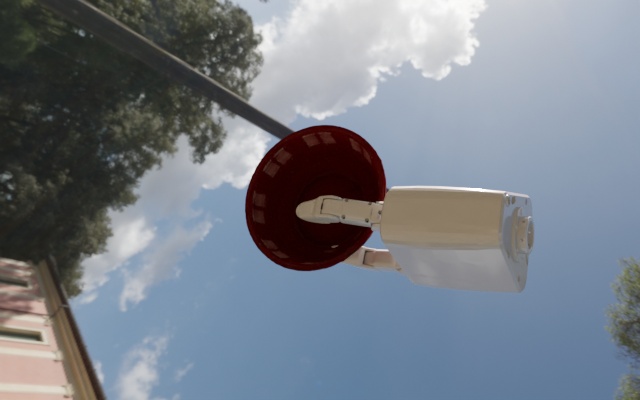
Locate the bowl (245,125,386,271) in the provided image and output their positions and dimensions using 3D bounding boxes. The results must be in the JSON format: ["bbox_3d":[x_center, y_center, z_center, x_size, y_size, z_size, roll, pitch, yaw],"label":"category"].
[{"bbox_3d":[-0.001,0.001,0.524,0.162,0.162,0.055,0,-18,23],"label":"bowl"}]
